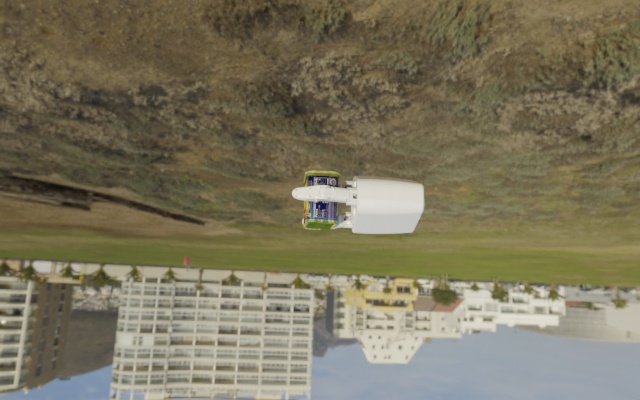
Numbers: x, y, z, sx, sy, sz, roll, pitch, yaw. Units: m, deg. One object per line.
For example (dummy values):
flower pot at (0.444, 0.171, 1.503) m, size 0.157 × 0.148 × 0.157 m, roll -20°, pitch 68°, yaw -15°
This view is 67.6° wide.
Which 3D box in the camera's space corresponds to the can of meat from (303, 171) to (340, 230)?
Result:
can of meat at (0.000, 0.003, 0.800) m, size 0.057 × 0.084 × 0.102 m, roll 2°, pitch -10°, yaw -4°
